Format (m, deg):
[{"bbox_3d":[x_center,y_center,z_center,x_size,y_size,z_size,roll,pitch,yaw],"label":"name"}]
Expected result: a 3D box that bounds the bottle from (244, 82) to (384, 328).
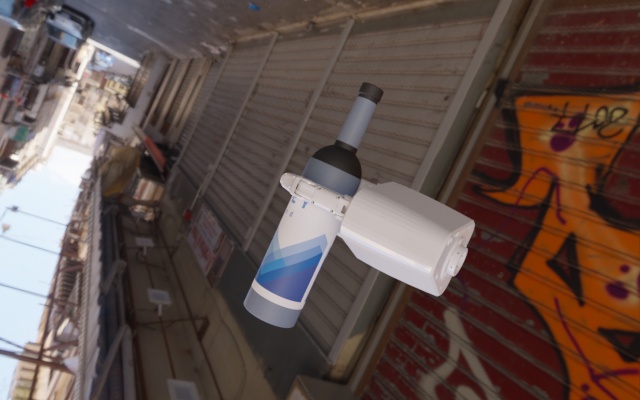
[{"bbox_3d":[0.000,0.002,0.562,0.069,0.296,0.069,25,3,-1],"label":"bottle"}]
